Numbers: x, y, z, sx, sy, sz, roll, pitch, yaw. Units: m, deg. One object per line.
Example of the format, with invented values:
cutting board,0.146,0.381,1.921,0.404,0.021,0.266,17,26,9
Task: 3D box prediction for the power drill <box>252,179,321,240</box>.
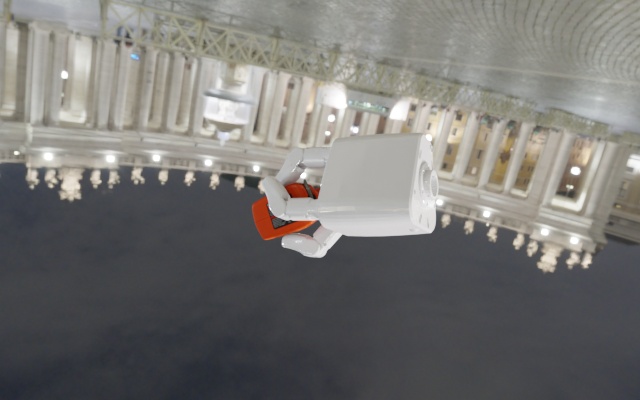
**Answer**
power drill,0.000,0.002,0.667,0.187,0.057,0.184,-17,-5,-45
